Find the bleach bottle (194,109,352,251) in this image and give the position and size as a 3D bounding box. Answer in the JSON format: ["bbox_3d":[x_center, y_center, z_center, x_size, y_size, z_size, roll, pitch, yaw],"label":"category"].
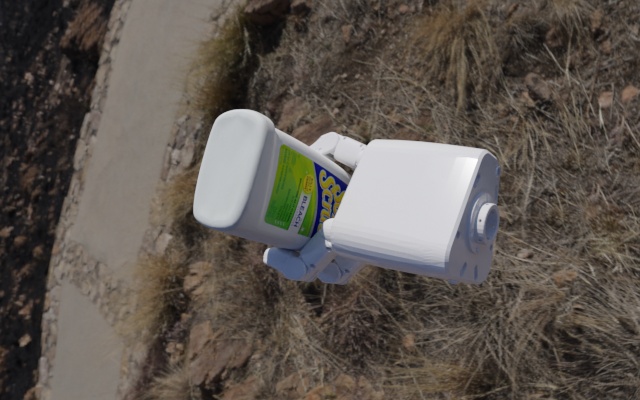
[{"bbox_3d":[0.000,0.002,0.469,0.068,0.102,0.251,11,-5,40],"label":"bleach bottle"}]
